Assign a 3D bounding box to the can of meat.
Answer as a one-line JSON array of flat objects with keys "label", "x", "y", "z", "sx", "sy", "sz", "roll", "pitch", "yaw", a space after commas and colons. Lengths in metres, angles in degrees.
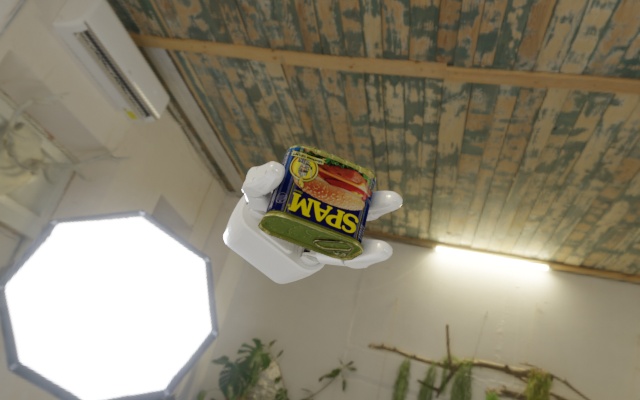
[{"label": "can of meat", "x": 0.000, "y": 0.001, "z": 0.477, "sx": 0.102, "sy": 0.084, "sz": 0.057, "roll": 21, "pitch": -26, "yaw": -11}]
